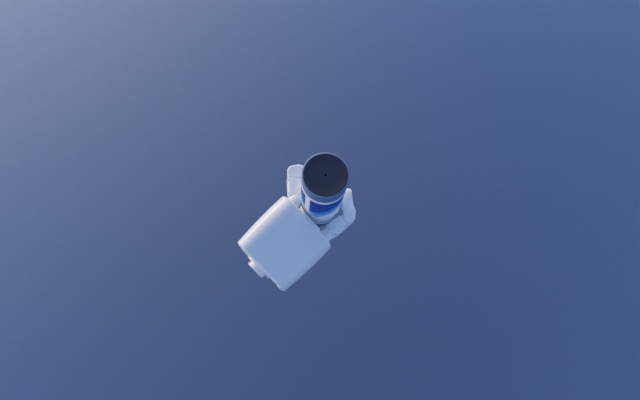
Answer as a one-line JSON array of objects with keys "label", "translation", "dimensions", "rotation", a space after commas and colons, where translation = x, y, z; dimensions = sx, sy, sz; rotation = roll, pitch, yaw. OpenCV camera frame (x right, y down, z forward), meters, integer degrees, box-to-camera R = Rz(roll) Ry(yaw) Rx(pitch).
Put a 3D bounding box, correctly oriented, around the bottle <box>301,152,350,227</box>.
[{"label": "bottle", "translation": [0.000, 0.002, 0.792], "dimensions": [0.069, 0.069, 0.296], "rotation": [0, -15, -3]}]
